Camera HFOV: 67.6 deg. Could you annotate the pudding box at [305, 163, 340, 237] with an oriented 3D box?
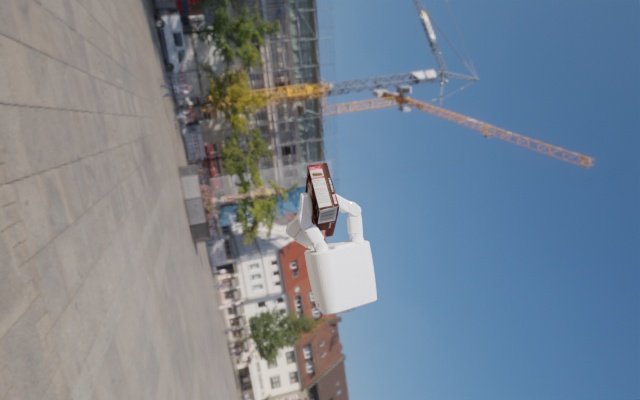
[{"bbox_3d":[0.000,0.003,0.825,0.039,0.090,0.114,-9,-28,-12],"label":"pudding box"}]
